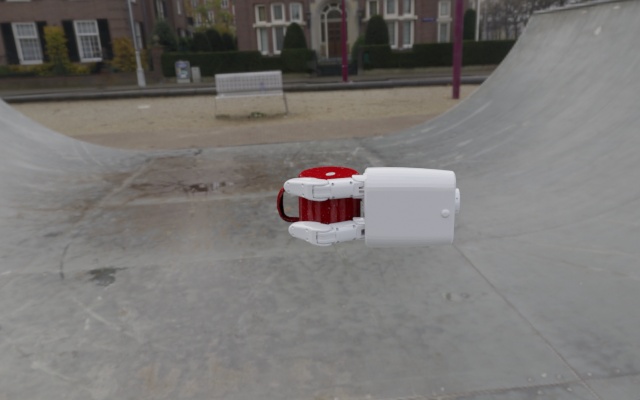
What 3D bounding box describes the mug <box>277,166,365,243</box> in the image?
[{"bbox_3d":[-0.001,0.002,0.633,0.117,0.081,0.093,0,17,7],"label":"mug"}]
